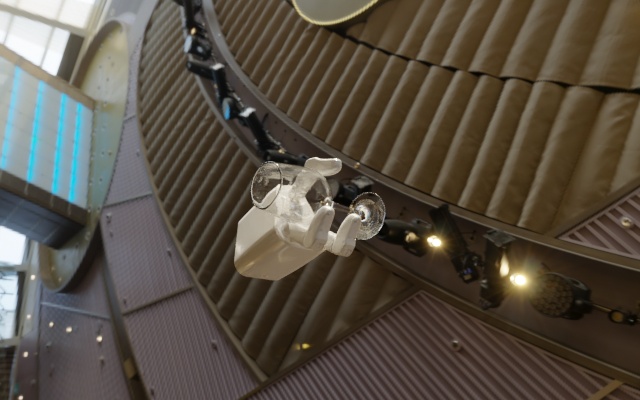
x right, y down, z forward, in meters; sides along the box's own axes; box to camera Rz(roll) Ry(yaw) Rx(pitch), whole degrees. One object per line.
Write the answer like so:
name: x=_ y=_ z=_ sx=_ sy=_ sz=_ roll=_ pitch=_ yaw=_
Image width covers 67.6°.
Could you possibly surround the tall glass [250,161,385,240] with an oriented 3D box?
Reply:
tall glass: x=0.001 y=0.002 z=0.665 sx=0.079 sy=0.079 sz=0.201 roll=0 pitch=-13 yaw=45
